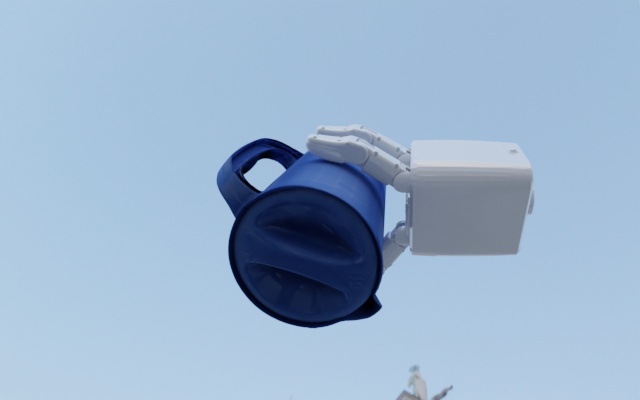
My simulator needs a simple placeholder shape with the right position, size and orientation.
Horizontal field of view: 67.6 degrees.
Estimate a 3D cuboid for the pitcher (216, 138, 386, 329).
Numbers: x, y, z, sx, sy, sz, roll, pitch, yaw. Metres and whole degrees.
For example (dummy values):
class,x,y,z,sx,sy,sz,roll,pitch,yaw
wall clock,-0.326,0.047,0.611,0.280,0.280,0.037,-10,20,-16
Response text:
class,x,y,z,sx,sy,sz,roll,pitch,yaw
pitcher,0.000,0.002,0.498,0.145,0.149,0.242,0,21,12
